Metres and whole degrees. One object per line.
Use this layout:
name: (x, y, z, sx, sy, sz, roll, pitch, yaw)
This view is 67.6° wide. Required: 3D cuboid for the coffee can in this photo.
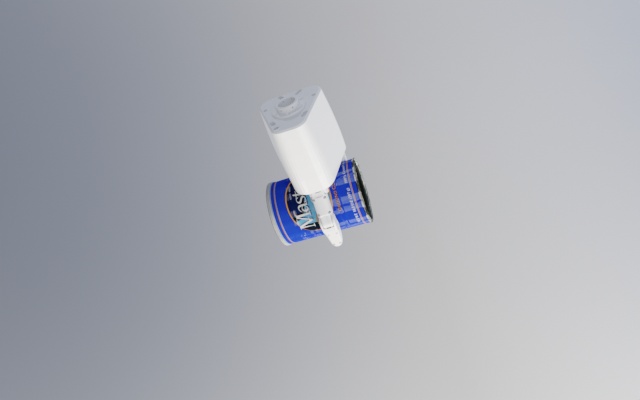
coffee can: (0.000, 0.003, 0.738, 0.140, 0.103, 0.103, -16, -3, 11)
